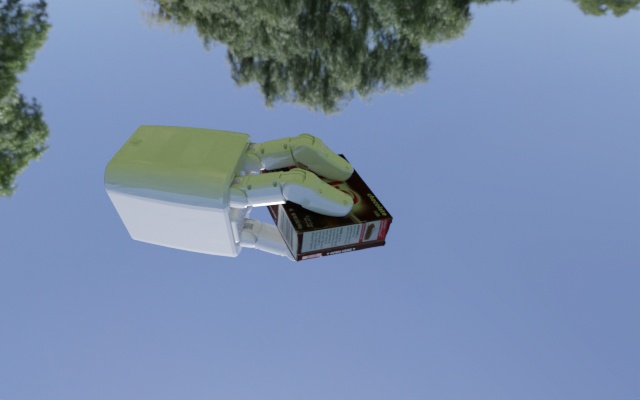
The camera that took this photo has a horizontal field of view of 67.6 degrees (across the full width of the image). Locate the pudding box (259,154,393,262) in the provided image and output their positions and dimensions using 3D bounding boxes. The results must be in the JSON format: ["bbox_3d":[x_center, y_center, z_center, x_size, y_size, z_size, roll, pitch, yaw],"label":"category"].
[{"bbox_3d":[0.000,0.002,0.444,0.090,0.039,0.113,-9,41,-21],"label":"pudding box"}]
